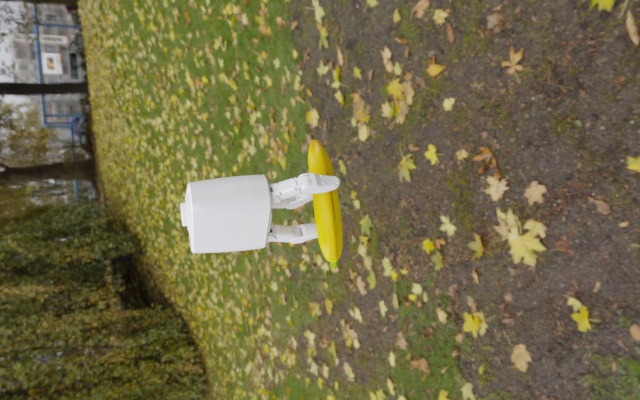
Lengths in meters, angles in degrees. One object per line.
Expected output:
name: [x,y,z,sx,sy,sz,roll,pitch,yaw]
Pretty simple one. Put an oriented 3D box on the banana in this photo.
banana: [0.005,0.005,0.704,0.037,0.198,0.069,-7,-1,-15]
